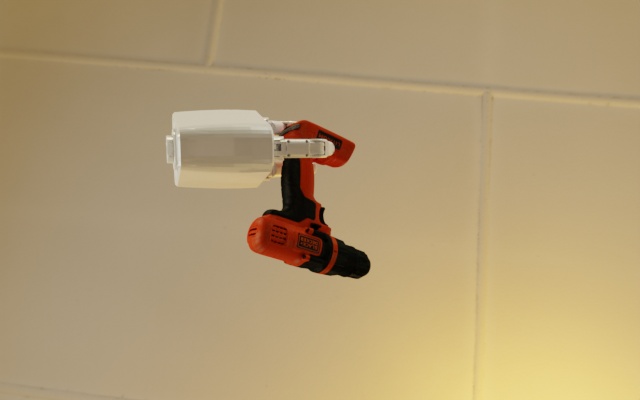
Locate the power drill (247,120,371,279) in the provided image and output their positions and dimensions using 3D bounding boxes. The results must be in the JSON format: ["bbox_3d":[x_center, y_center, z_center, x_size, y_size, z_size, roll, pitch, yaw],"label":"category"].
[{"bbox_3d":[0.000,0.002,0.631,0.184,0.187,0.057,22,-26,-34],"label":"power drill"}]
